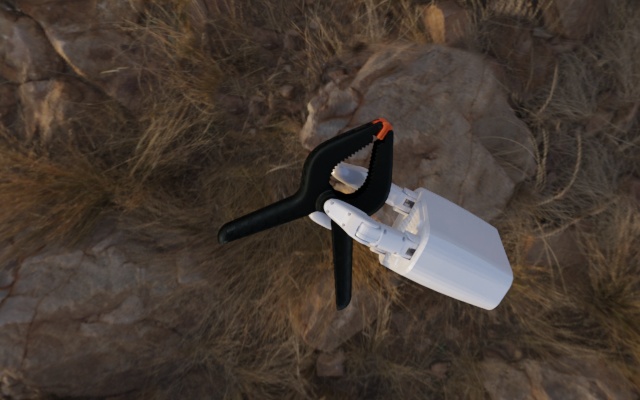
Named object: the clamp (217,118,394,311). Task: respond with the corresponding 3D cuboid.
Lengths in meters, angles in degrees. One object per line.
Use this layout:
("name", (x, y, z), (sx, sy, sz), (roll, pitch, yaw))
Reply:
("clamp", (0.001, 0.002, 0.498), (0.164, 0.210, 0.036), (25, 15, -12))
